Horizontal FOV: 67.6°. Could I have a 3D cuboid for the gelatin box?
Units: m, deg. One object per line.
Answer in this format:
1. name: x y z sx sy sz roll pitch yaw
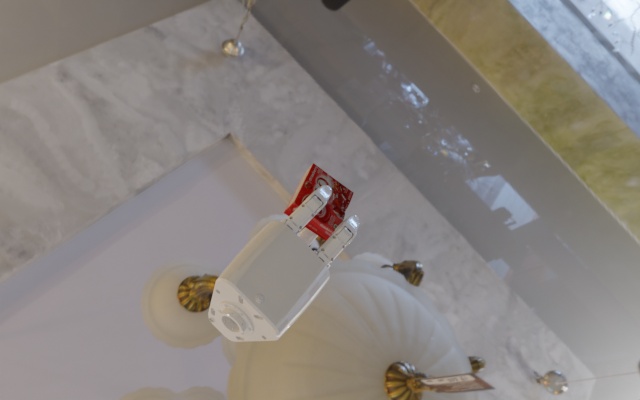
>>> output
1. gelatin box: 0.000 0.002 0.652 0.073 0.089 0.030 36 -47 -11
